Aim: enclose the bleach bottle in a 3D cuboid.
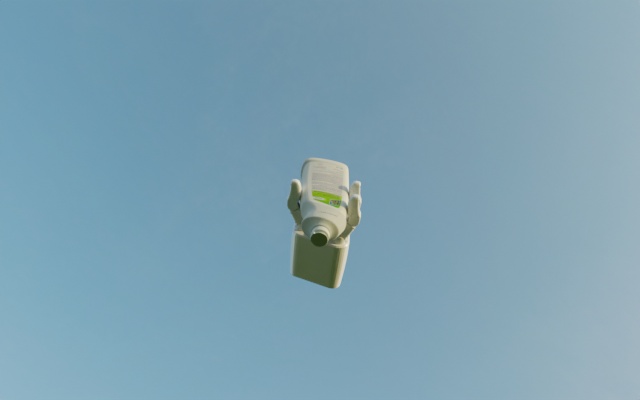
[{"bbox_3d":[0.000,0.003,0.889,0.102,0.068,0.250,8,29,1],"label":"bleach bottle"}]
